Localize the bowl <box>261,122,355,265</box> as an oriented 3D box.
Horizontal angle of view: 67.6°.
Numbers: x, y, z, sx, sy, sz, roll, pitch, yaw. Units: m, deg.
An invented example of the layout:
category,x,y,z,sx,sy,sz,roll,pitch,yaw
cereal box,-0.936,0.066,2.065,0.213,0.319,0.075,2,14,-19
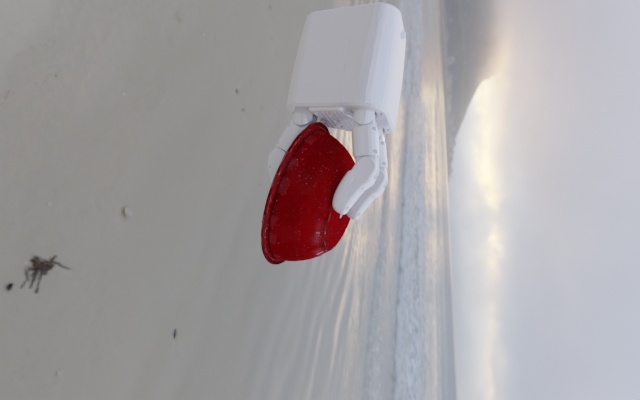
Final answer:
category,x,y,z,sx,sy,sz,roll,pitch,yaw
bowl,0.000,0.003,0.511,0.055,0.162,0.162,20,6,17
